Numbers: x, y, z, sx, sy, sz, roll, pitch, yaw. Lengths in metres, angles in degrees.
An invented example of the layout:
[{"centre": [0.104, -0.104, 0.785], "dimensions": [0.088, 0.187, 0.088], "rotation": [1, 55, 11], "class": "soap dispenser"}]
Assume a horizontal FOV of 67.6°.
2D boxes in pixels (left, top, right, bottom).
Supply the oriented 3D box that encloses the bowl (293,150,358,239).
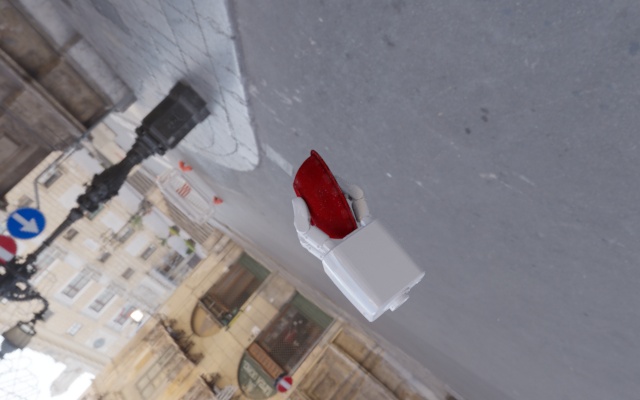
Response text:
[{"centre": [-0.001, 0.002, 0.763], "dimensions": [0.055, 0.162, 0.162], "rotation": [-27, 3, -6], "class": "bowl"}]
